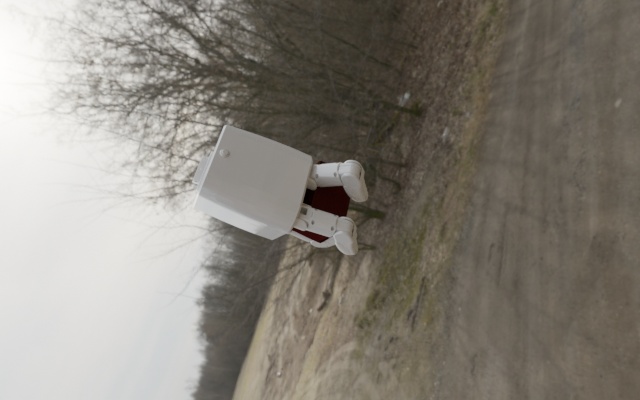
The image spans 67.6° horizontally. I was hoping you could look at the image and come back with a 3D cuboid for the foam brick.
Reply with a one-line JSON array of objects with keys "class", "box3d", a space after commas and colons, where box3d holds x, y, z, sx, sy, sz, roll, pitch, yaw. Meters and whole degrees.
[{"class": "foam brick", "box3d": [0.000, 0.002, 0.577, 0.051, 0.078, 0.053, 28, -35, -21]}]
